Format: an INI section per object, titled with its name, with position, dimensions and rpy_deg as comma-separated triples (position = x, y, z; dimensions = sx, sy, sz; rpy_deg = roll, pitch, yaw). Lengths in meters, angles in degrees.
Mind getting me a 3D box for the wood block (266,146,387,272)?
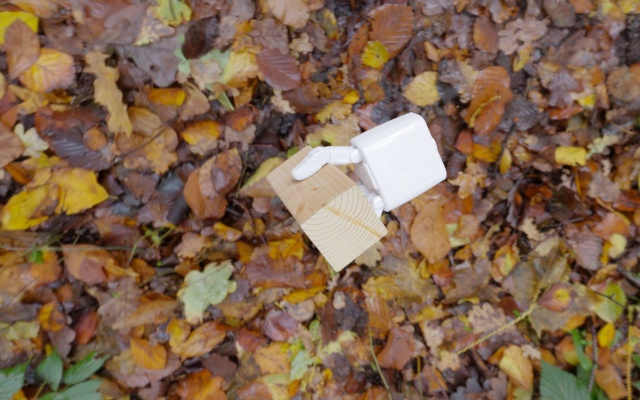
[wood block]
position = 0.000, 0.002, 0.698
dimensions = 0.090, 0.091, 0.206
rpy_deg = -37, 27, -3
